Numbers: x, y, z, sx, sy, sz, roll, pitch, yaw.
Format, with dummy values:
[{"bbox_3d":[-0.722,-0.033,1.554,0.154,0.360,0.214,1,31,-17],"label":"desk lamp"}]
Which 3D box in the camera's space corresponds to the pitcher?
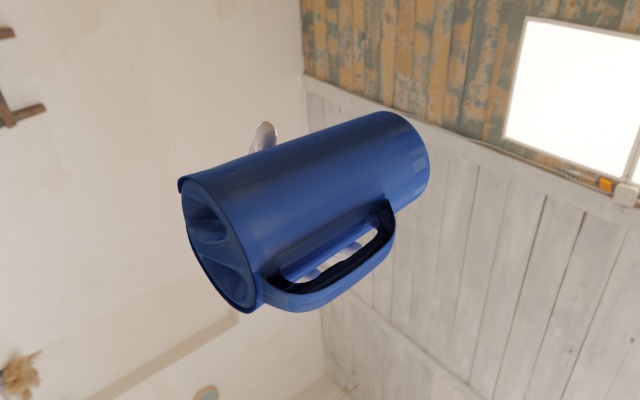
[{"bbox_3d":[0.000,0.002,0.469,0.243,0.149,0.145,-27,0,-30],"label":"pitcher"}]
